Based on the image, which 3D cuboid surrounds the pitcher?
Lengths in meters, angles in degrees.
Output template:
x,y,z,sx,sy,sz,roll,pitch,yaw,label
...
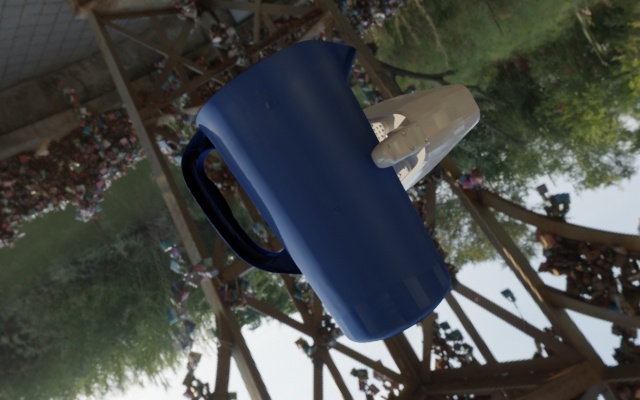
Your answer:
x,y,z,sx,sy,sz,roll,pitch,yaw,label
0.000,0.001,0.421,0.145,0.243,0.149,-32,2,-37,pitcher
